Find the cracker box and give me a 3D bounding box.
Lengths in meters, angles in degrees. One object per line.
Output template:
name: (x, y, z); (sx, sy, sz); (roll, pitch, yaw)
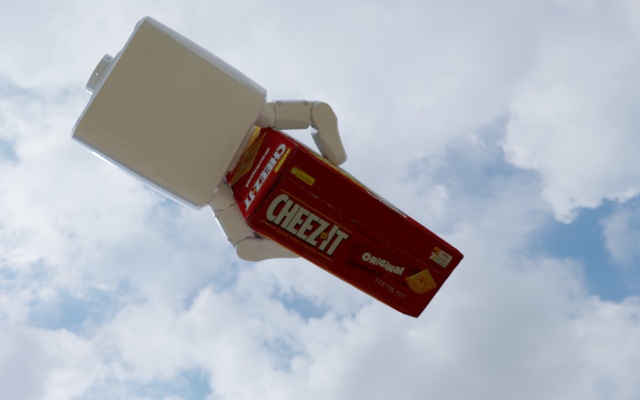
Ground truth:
cracker box: (0.000, 0.001, 0.433); (0.164, 0.072, 0.213); (31, 5, -22)
